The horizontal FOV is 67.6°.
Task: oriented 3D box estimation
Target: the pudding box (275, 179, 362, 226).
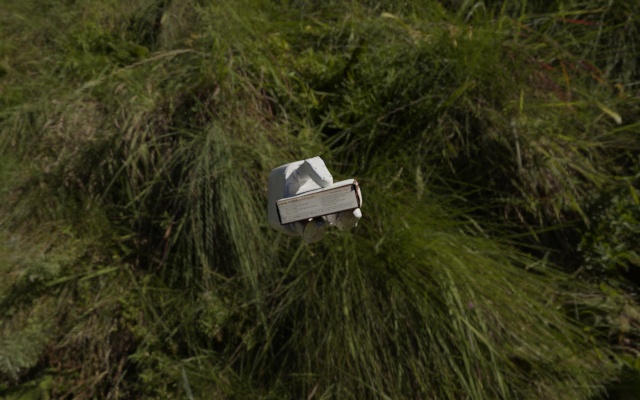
[{"bbox_3d":[0.000,0.002,0.671,0.113,0.039,0.090,-15,4,7],"label":"pudding box"}]
